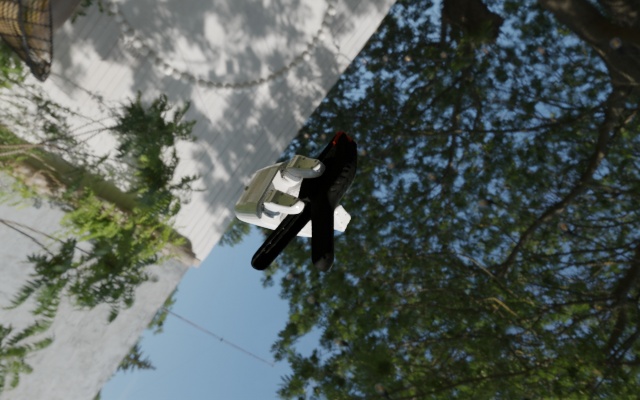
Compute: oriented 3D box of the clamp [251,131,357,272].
[{"bbox_3d":[0.001,0.002,0.597,0.036,0.210,0.164,37,-18,-26],"label":"clamp"}]
